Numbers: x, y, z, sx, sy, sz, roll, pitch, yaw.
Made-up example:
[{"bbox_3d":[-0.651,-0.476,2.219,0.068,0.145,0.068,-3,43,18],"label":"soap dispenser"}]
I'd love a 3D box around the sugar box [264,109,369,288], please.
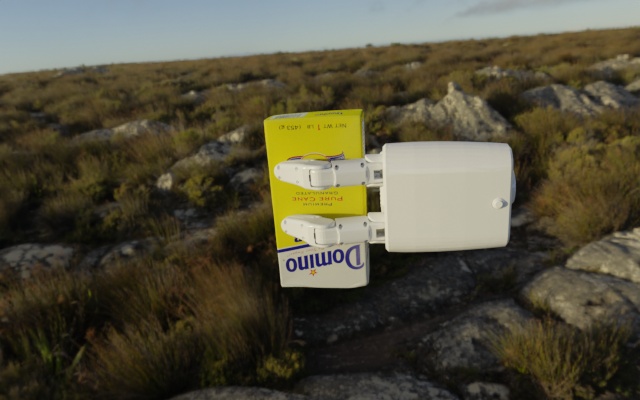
[{"bbox_3d":[0.000,0.002,0.477,0.093,0.176,0.048,-2,17,9],"label":"sugar box"}]
